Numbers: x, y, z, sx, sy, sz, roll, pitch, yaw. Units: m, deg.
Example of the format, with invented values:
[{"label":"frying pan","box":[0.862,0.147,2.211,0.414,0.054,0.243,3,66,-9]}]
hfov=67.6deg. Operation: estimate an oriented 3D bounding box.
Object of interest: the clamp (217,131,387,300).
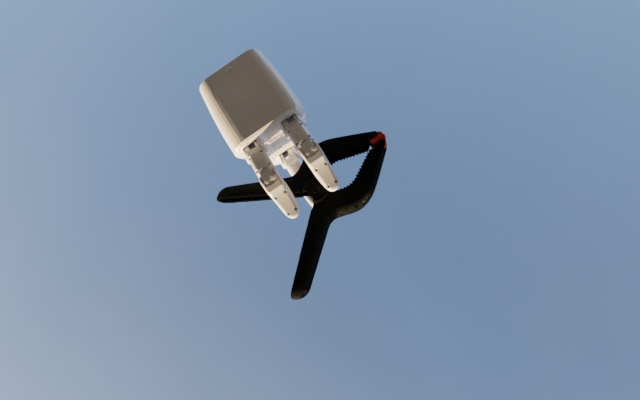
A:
[{"label":"clamp","box":[0.001,0.002,0.561,0.210,0.164,0.036,-34,-15,3]}]
